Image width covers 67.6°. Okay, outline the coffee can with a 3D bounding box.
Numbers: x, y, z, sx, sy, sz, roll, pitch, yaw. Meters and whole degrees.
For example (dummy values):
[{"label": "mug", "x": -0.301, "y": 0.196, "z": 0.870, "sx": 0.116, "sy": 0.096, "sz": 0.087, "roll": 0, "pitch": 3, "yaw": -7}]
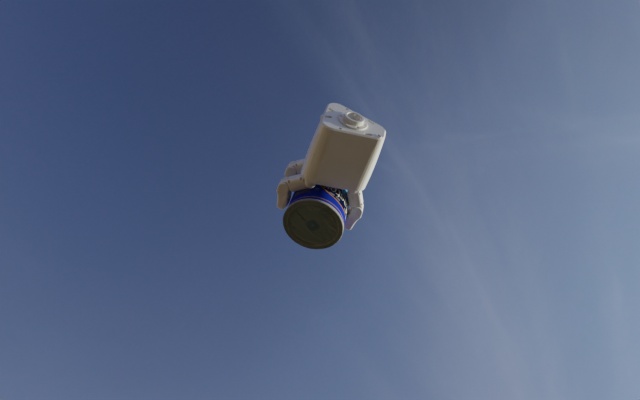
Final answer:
[{"label": "coffee can", "x": 0.000, "y": 0.003, "z": 0.845, "sx": 0.103, "sy": 0.103, "sz": 0.140, "roll": 0, "pitch": 35, "yaw": 13}]
